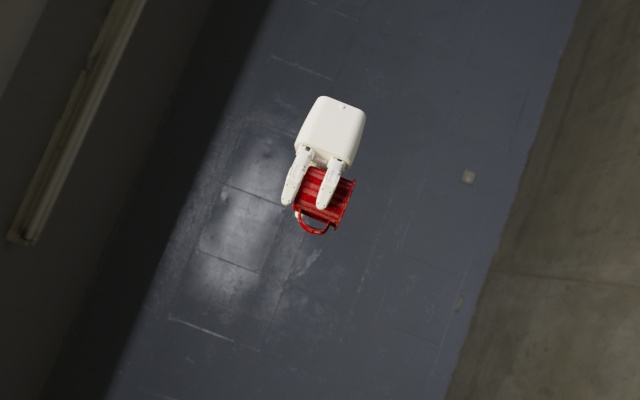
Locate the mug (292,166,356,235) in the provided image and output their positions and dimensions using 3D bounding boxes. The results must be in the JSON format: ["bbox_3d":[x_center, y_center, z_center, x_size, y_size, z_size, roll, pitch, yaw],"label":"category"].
[{"bbox_3d":[-0.001,0.004,0.788,0.081,0.117,0.093,22,-27,0],"label":"mug"}]
